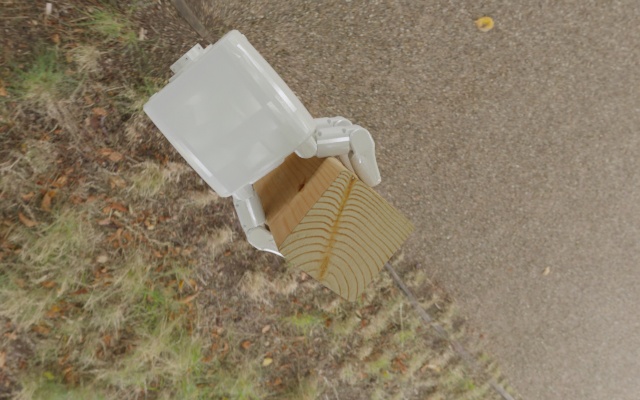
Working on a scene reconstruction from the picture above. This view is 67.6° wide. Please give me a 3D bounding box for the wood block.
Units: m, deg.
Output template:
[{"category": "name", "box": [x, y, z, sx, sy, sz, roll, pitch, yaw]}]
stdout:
[{"category": "wood block", "box": [0.000, 0.002, 0.496, 0.090, 0.091, 0.206, 37, 6, -21]}]
